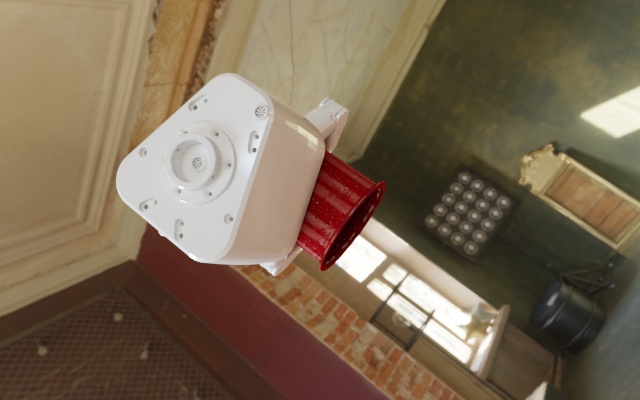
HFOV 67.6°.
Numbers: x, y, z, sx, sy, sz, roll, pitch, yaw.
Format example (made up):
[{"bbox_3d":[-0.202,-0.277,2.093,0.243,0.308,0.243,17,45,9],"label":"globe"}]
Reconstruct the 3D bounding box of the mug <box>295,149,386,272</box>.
[{"bbox_3d":[0.000,0.001,0.427,0.081,0.093,0.117,36,4,15],"label":"mug"}]
